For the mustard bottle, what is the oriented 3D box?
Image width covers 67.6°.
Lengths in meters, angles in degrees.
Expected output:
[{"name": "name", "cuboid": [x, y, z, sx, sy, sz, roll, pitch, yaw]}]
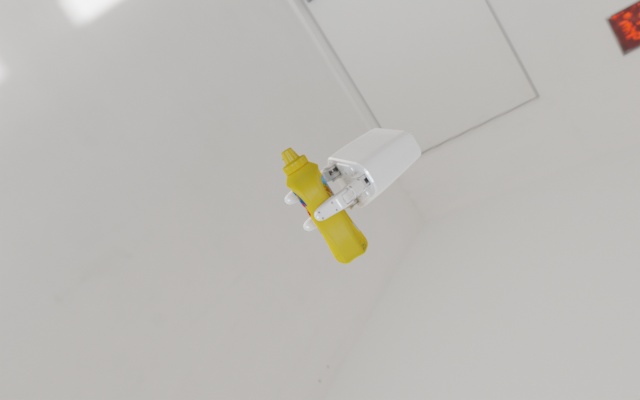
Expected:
[{"name": "mustard bottle", "cuboid": [0.000, 0.003, 0.735, 0.058, 0.191, 0.096, -33, 10, 4]}]
